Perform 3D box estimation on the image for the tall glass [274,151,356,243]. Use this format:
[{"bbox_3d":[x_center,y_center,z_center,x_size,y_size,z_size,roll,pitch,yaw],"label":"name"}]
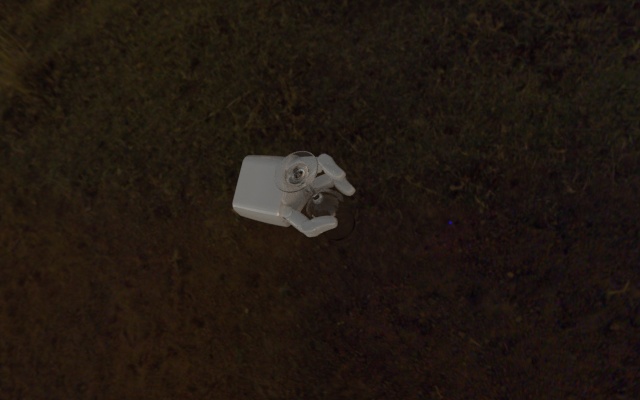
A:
[{"bbox_3d":[0.000,0.002,0.808,0.079,0.079,0.201,0,-29,26],"label":"tall glass"}]
